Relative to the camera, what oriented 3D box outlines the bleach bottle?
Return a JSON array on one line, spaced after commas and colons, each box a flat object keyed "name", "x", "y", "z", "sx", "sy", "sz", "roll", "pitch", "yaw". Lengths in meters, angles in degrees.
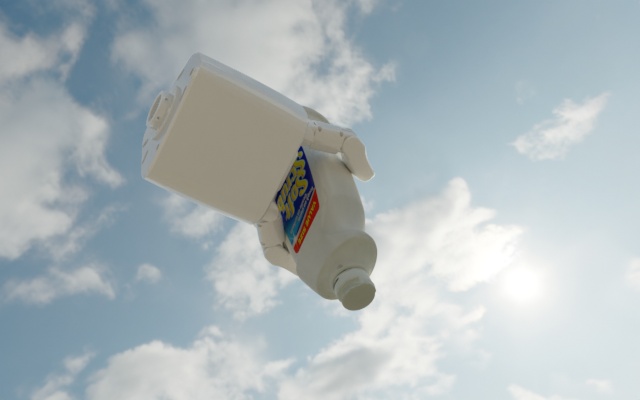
[{"name": "bleach bottle", "x": 0.000, "y": 0.002, "z": 0.467, "sx": 0.068, "sy": 0.102, "sz": 0.250, "roll": 23, "pitch": 23, "yaw": -31}]
